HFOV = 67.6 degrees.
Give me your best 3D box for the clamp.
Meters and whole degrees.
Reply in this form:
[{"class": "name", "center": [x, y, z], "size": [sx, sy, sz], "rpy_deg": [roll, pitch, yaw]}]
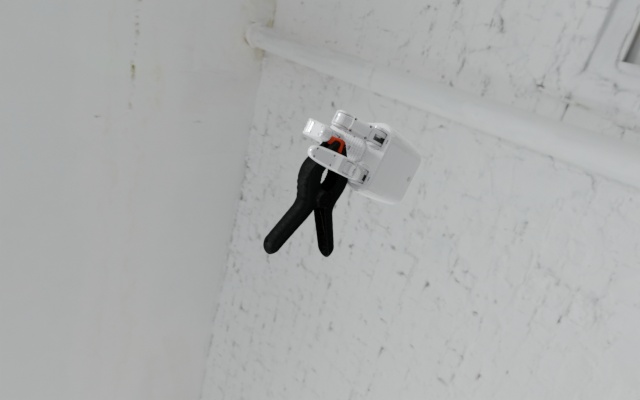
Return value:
[{"class": "clamp", "center": [0.000, 0.002, 0.638], "size": [0.039, 0.171, 0.120], "rpy_deg": [29, 5, 36]}]
